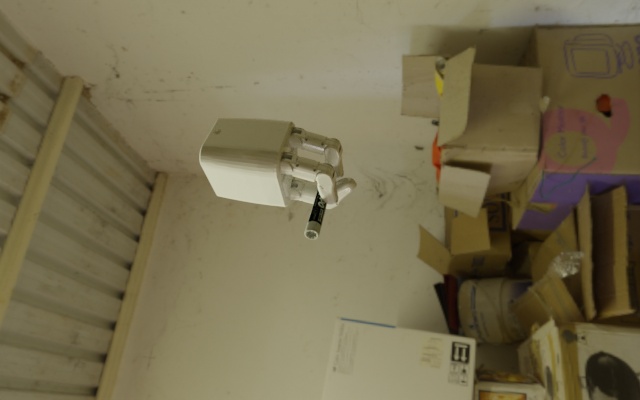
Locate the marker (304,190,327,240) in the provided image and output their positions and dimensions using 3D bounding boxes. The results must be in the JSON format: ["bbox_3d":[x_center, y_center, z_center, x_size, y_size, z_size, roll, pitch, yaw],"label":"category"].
[{"bbox_3d":[0.000,0.002,0.634,0.020,0.020,0.121,0,42,15],"label":"marker"}]
